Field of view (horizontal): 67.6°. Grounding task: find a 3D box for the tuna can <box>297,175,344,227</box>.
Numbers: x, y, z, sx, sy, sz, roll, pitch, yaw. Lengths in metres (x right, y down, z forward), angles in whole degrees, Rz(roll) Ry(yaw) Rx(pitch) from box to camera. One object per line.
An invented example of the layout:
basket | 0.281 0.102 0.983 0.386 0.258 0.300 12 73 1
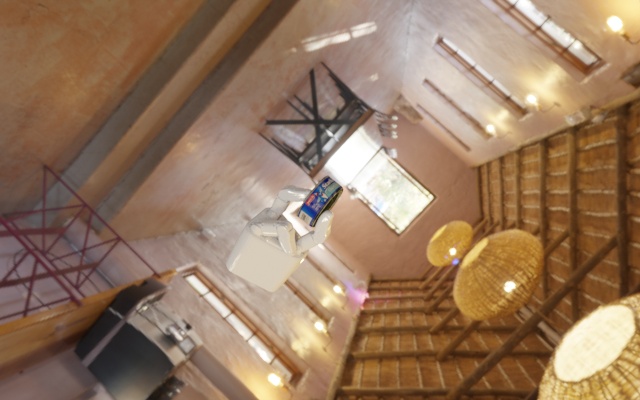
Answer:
tuna can | 0.001 0.003 0.787 0.034 0.086 0.086 38 7 9
